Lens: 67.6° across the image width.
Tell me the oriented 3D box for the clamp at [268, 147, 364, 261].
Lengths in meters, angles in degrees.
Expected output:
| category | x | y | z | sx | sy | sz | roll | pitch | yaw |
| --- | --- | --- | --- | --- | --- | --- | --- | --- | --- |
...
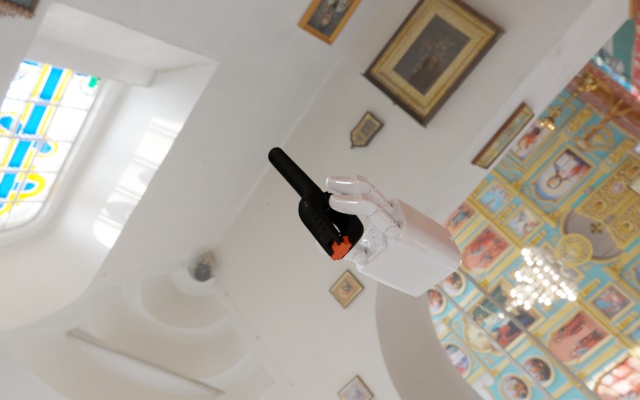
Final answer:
| category | x | y | z | sx | sy | sz | roll | pitch | yaw |
| --- | --- | --- | --- | --- | --- | --- | --- | --- | --- |
| clamp | 0.000 | 0.003 | 0.649 | 0.164 | 0.036 | 0.209 | 26 | 25 | -17 |
